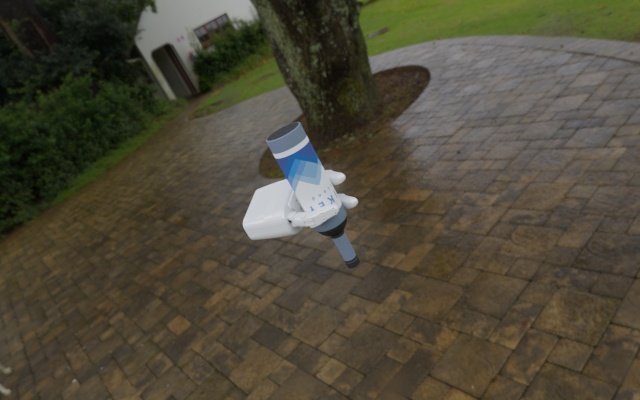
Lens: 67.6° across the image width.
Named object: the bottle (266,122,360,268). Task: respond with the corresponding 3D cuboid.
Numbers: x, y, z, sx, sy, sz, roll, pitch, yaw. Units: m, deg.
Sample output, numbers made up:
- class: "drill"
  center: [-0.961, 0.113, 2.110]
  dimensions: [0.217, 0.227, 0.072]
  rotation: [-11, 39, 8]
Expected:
- class: "bottle"
  center: [0.000, 0.003, 0.868]
  dimensions: [0.069, 0.296, 0.069]
  rotation: [-24, 23, 11]
